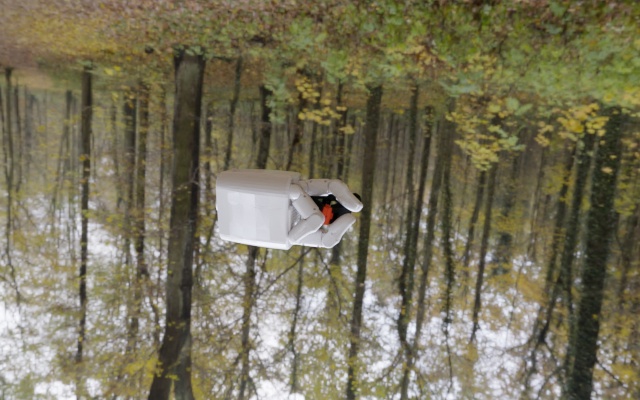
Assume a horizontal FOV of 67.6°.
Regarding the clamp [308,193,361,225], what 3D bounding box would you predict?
[{"bbox_3d":[0.000,0.003,0.767,0.120,0.039,0.171,6,9,9],"label":"clamp"}]
